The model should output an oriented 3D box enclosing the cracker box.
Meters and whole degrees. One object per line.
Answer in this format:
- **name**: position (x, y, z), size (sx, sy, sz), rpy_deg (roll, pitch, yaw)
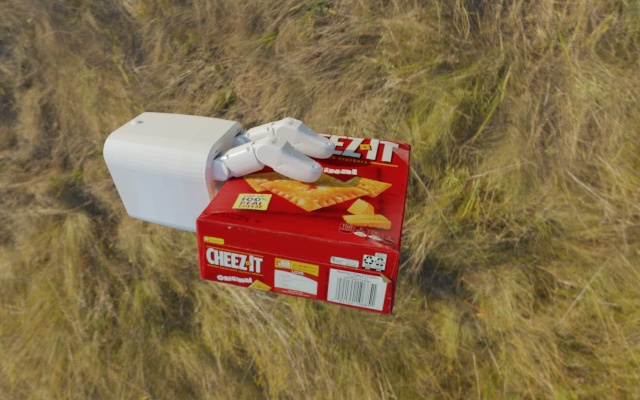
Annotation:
- **cracker box**: position (0.000, 0.002, 0.463), size (0.164, 0.072, 0.213), rpy_deg (9, 31, 8)
